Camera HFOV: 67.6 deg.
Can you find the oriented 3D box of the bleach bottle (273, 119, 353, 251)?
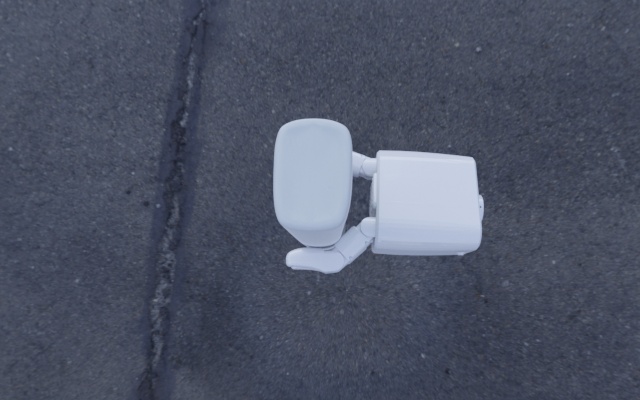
[{"bbox_3d":[0.000,0.002,0.522,0.068,0.102,0.251,1,-11,4],"label":"bleach bottle"}]
